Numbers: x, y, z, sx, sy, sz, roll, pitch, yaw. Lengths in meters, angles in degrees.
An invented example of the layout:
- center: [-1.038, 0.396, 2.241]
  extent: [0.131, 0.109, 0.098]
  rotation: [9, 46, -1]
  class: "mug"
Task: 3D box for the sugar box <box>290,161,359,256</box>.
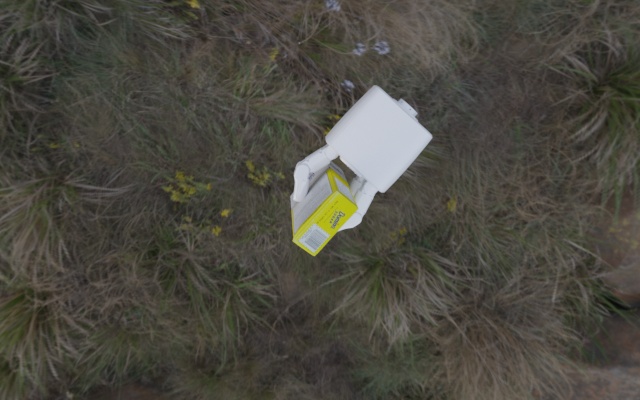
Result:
- center: [0.001, 0.003, 0.705]
  extent: [0.048, 0.093, 0.176]
  rotation: [40, 13, -14]
  class: "sugar box"
